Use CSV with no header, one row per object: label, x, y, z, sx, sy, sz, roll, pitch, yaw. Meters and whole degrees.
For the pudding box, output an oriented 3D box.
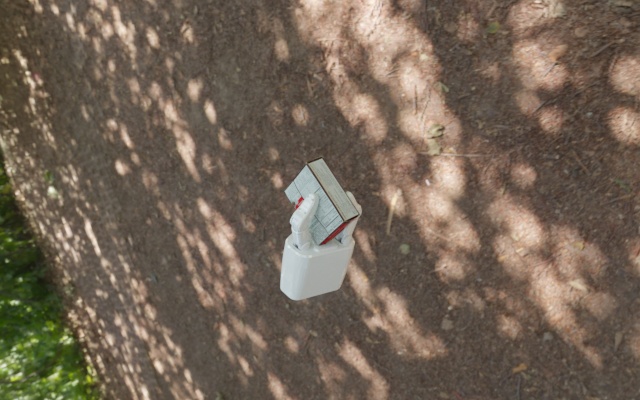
pudding box,0.000,0.003,0.749,0.039,0.113,0.090,-25,-13,-40
